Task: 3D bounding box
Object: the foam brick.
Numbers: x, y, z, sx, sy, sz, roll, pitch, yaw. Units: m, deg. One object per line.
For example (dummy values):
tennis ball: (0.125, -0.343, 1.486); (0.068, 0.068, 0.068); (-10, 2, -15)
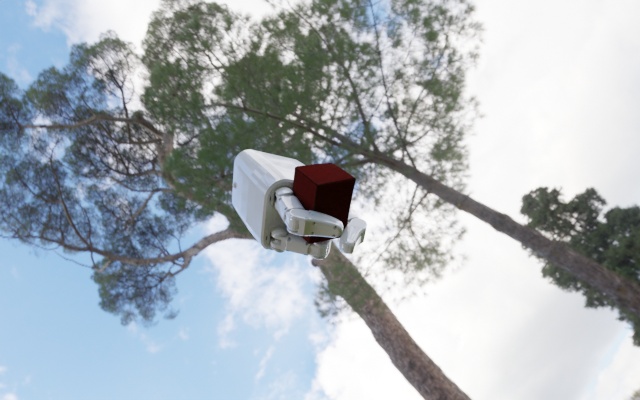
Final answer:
foam brick: (0.000, 0.002, 0.550); (0.053, 0.078, 0.051); (-9, 32, -31)
